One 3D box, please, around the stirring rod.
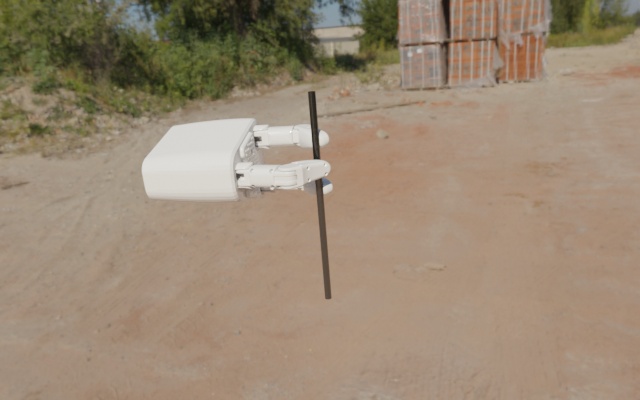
[{"bbox_3d":[0.000,0.002,0.529,0.011,0.240,0.011,-4,18,1],"label":"stirring rod"}]
